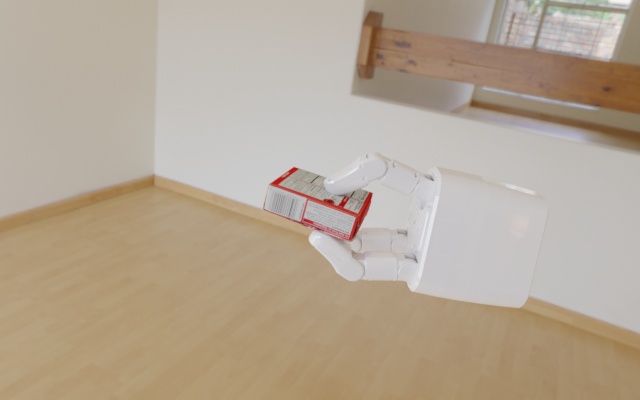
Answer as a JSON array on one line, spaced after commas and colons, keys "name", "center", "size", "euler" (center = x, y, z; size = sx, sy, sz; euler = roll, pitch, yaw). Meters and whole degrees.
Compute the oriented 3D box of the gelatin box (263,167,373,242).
[{"name": "gelatin box", "center": [0.000, 0.001, 0.454], "size": [0.089, 0.030, 0.073], "euler": [20, 21, 8]}]
